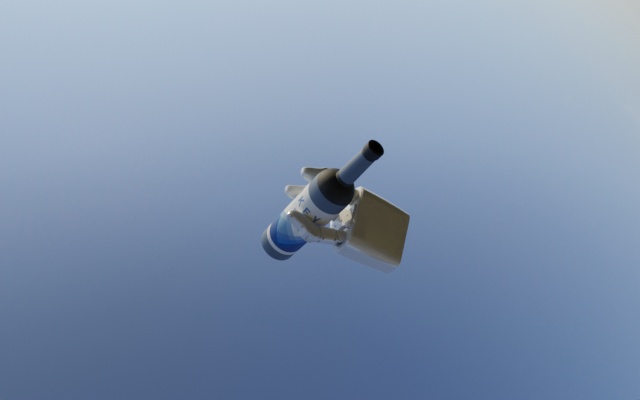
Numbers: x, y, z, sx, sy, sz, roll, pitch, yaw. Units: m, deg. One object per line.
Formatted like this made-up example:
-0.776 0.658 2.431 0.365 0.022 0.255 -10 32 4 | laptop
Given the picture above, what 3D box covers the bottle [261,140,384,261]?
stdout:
0.000 0.003 0.753 0.069 0.069 0.296 0 -31 -37 | bottle
